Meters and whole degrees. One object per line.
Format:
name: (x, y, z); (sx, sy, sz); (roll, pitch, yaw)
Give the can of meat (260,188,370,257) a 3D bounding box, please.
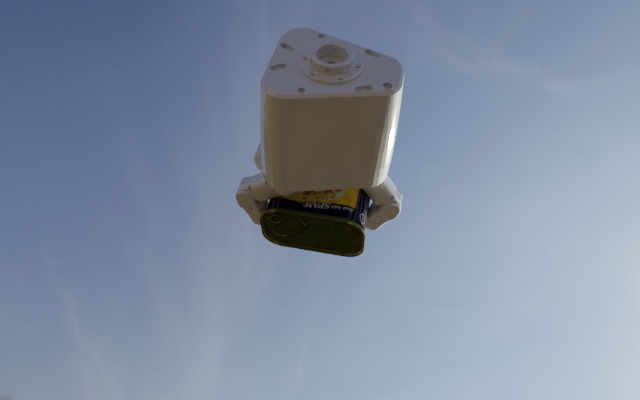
can of meat: (0.000, 0.001, 0.480); (0.102, 0.084, 0.057); (9, -38, 8)
